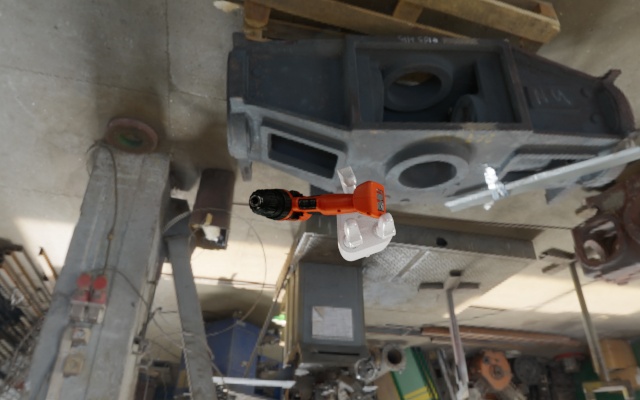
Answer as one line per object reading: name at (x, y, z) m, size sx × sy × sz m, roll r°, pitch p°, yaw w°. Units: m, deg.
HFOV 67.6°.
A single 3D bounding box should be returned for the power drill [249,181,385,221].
power drill at (0.001, 0.003, 0.761) m, size 0.187 × 0.057 × 0.184 m, roll -2°, pitch -3°, yaw 21°
